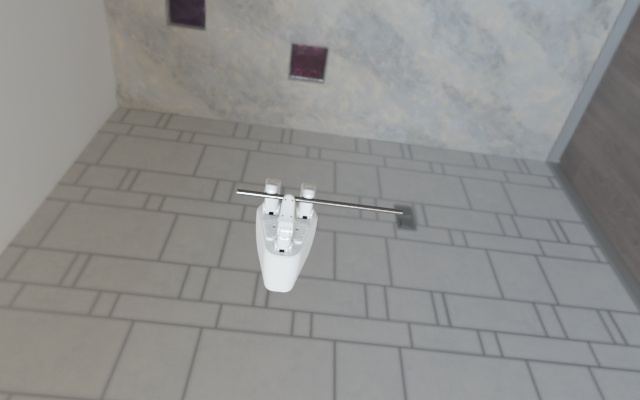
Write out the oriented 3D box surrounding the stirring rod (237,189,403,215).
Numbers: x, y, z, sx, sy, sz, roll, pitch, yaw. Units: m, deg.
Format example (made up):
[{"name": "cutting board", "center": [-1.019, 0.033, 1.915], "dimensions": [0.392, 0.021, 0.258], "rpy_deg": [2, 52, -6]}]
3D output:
[{"name": "stirring rod", "center": [0.000, 0.002, 0.691], "dimensions": [0.239, 0.011, 0.011], "rpy_deg": [7, -1, -4]}]
